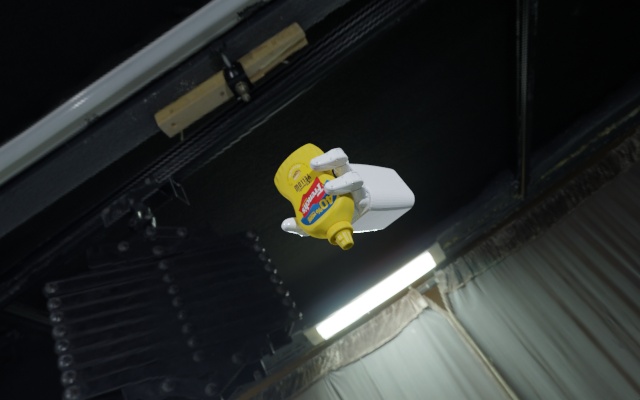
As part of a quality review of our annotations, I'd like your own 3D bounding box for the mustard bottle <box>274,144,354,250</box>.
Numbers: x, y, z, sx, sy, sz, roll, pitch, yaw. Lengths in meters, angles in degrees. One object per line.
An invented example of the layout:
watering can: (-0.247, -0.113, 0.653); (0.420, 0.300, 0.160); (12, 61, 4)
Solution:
mustard bottle: (0.000, 0.002, 0.757); (0.096, 0.191, 0.058); (-43, -37, 14)
